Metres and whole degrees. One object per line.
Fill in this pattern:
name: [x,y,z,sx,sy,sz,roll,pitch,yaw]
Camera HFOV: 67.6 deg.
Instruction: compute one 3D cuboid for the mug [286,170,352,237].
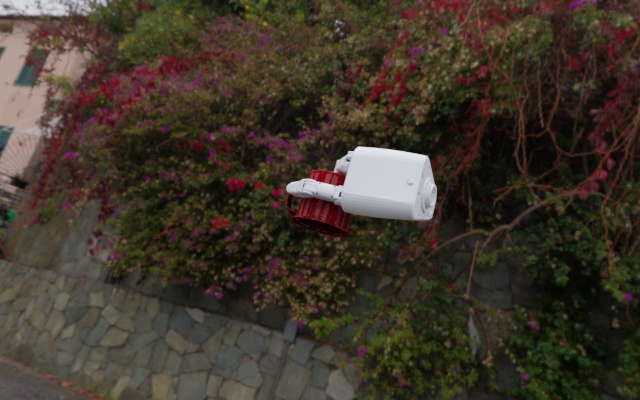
mug: [-0.001,0.002,0.748,0.117,0.081,0.093,9,-15,27]
